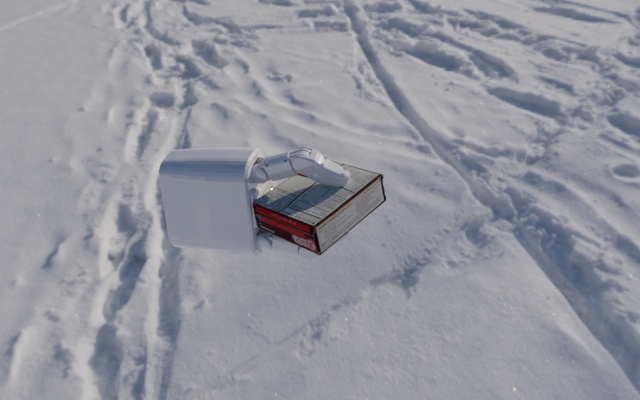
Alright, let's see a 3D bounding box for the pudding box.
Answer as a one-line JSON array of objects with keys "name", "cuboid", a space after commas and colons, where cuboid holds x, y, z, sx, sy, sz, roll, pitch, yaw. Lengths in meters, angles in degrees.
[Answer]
[{"name": "pudding box", "cuboid": [0.000, 0.001, 0.500, 0.090, 0.039, 0.113, 20, 45, 38]}]
